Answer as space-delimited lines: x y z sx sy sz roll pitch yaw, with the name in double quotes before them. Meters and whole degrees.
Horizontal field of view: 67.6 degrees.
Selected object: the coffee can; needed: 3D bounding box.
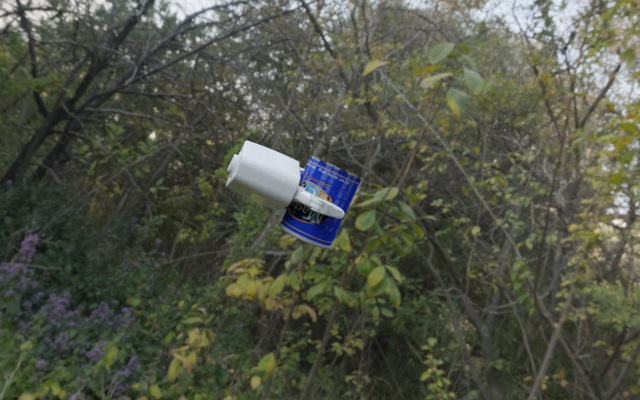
"coffee can" 0.000 0.003 0.862 0.103 0.140 0.103 25 4 -2
